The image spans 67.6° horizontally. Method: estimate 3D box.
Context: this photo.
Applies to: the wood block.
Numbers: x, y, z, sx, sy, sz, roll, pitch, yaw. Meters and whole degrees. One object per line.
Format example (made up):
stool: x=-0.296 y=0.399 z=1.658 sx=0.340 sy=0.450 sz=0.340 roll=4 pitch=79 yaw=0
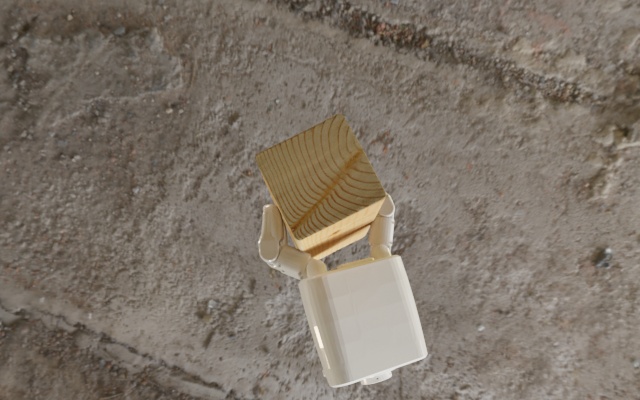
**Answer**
wood block: x=0.001 y=0.002 z=0.516 sx=0.091 sy=0.090 sz=0.206 roll=-26 pitch=-12 yaw=-6
